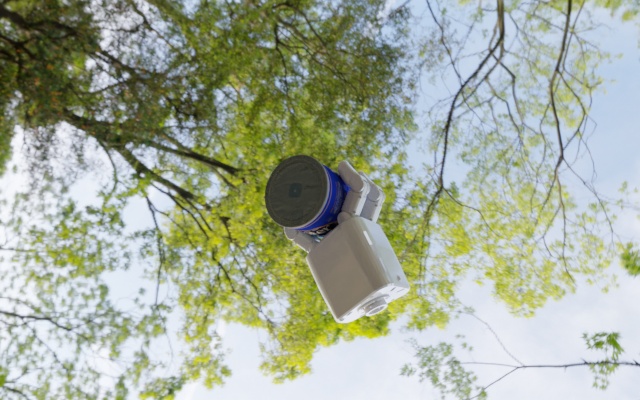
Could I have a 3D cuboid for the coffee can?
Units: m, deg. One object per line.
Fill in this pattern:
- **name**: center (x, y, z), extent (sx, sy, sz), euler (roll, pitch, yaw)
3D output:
- **coffee can**: center (0.000, 0.002, 0.704), extent (0.103, 0.102, 0.140), euler (0, -13, 31)
